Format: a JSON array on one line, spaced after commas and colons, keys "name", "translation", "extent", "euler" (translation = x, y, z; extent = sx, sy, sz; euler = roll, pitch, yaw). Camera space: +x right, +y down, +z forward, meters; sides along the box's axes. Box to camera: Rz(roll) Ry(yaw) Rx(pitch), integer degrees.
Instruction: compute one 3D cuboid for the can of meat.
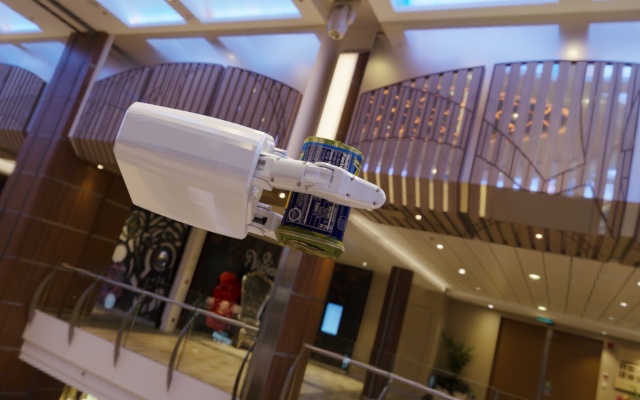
[{"name": "can of meat", "translation": [0.000, 0.001, 0.417], "extent": [0.057, 0.084, 0.102], "euler": [15, -12, 1]}]
